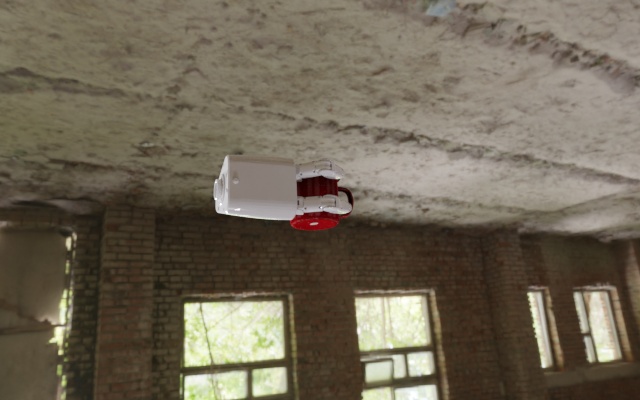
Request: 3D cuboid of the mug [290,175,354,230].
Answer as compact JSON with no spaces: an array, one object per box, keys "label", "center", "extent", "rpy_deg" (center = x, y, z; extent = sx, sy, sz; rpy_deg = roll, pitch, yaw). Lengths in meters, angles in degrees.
[{"label":"mug","center":[0.001,0.003,0.799],"extent":[0.117,0.081,0.093],"rpy_deg":[4,-18,-21]}]
